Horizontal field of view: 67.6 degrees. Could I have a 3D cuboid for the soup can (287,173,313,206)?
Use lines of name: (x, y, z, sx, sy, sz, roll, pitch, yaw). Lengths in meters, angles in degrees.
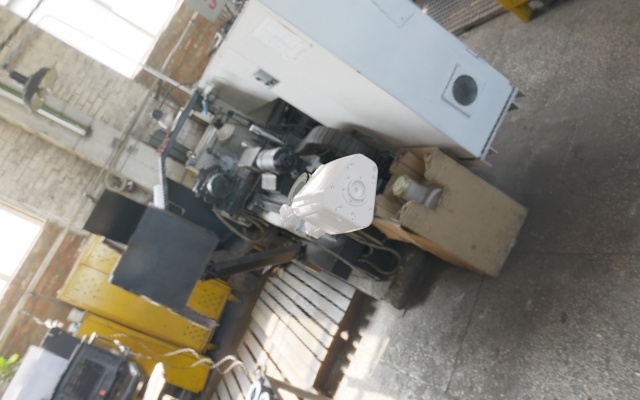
soup can: (0.000, 0.003, 0.860, 0.102, 0.068, 0.068, 30, -11, -20)
